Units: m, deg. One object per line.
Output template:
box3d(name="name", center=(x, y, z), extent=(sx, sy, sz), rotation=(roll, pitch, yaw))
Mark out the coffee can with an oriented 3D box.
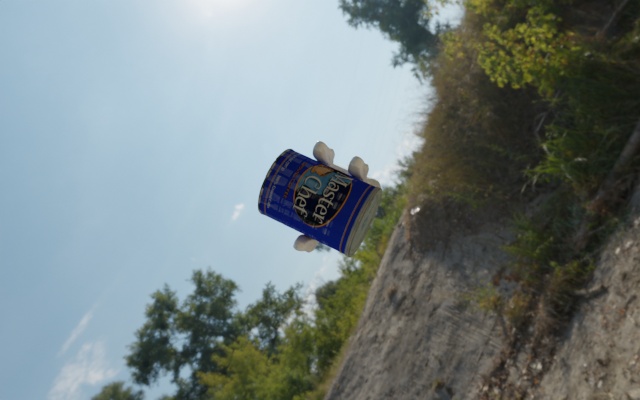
box3d(name="coffee can", center=(0.000, 0.002, 0.658), extent=(0.140, 0.103, 0.103), rotation=(25, 6, 14))
